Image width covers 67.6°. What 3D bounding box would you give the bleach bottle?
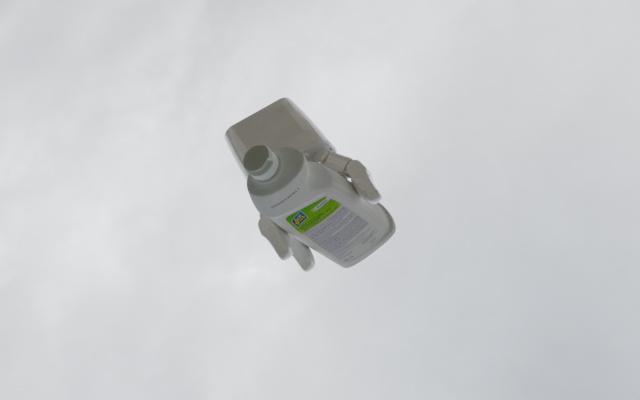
[{"bbox_3d":[0.000,0.002,0.551,0.102,0.068,0.251,-40,-35,6],"label":"bleach bottle"}]
